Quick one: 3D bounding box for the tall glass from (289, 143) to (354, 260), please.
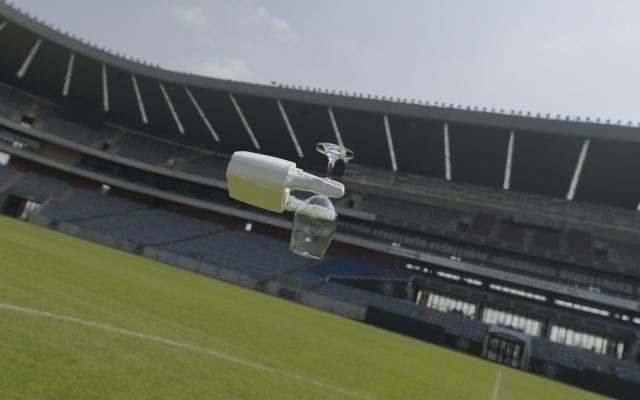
[{"bbox_3d":[0.000,0.002,0.863,0.079,0.201,0.079,15,-10,3],"label":"tall glass"}]
